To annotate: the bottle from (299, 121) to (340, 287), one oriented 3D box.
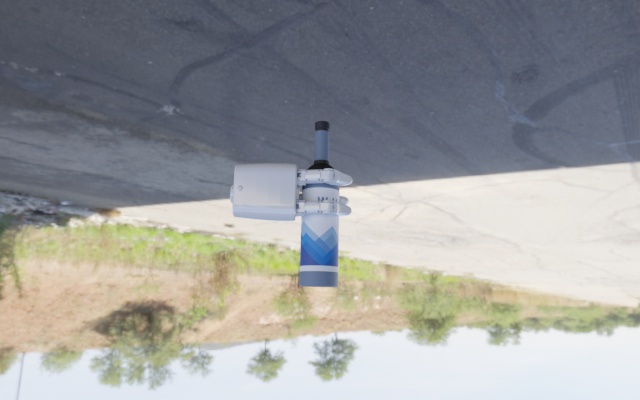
[{"bbox_3d":[0.000,0.003,0.844,0.069,0.295,0.069,1,-12,0],"label":"bottle"}]
